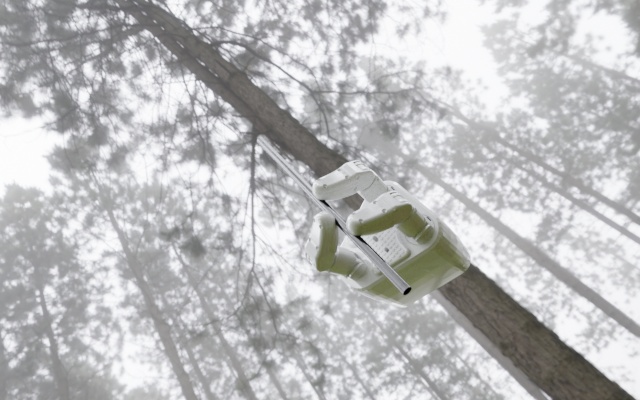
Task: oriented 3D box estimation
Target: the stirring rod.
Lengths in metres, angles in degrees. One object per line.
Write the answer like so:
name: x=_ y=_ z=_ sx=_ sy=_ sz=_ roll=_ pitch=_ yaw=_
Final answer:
stirring rod: x=0.000 y=0.002 z=0.430 sx=0.011 sy=0.011 sz=0.239 roll=0 pitch=33 yaw=-40
